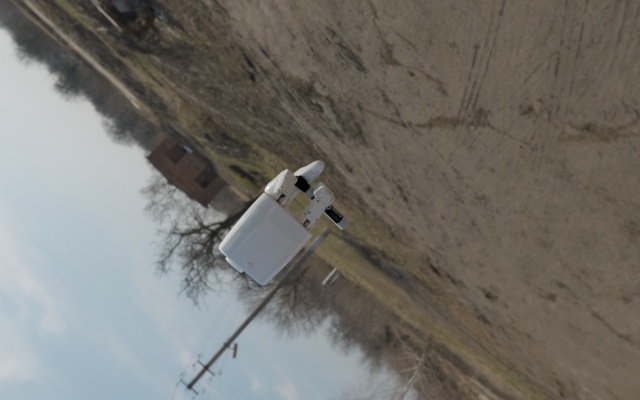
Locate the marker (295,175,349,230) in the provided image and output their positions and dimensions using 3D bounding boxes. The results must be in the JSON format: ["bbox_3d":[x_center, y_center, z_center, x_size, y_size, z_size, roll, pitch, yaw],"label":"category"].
[{"bbox_3d":[0.000,0.002,0.773,0.121,0.020,0.020,44,-19,-21],"label":"marker"}]
